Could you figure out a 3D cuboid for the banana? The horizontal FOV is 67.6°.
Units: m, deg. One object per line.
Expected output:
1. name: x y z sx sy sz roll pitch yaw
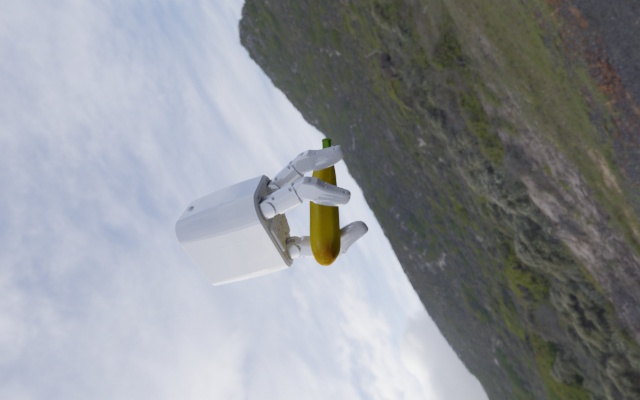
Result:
1. banana: 0.003 0.012 0.575 0.037 0.197 0.070 -7 -44 6
